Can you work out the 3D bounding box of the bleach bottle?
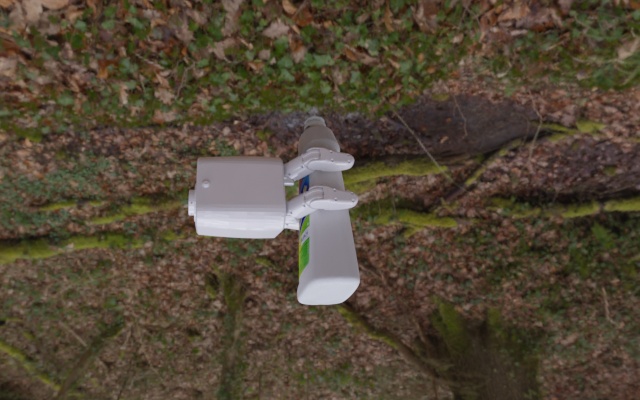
[{"bbox_3d":[0.000,0.002,0.634,0.068,0.250,0.103,2,-29,-14],"label":"bleach bottle"}]
